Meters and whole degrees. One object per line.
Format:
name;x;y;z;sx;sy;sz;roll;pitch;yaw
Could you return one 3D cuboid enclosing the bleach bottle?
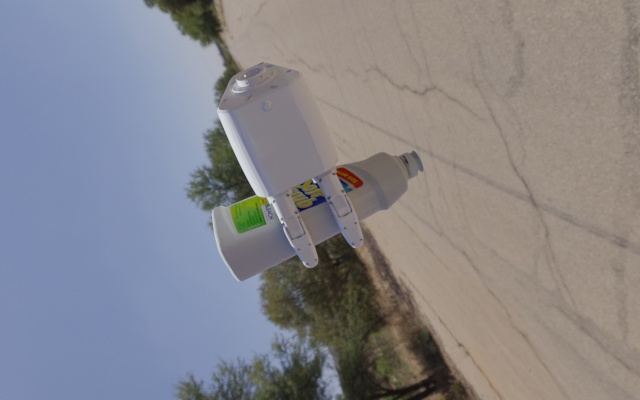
bleach bottle;0.000;0.002;0.570;0.251;0.068;0.102;-25;35;-2
